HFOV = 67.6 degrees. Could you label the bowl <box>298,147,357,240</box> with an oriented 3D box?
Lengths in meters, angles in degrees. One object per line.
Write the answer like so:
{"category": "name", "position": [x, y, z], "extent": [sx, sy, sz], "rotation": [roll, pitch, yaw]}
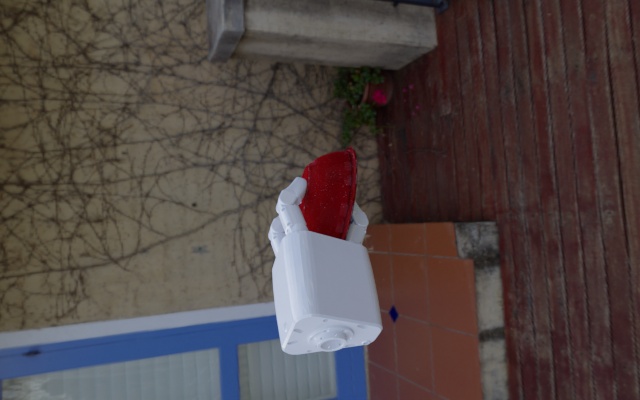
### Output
{"category": "bowl", "position": [0.000, 0.001, 0.642], "extent": [0.055, 0.162, 0.162], "rotation": [11, -2, -10]}
